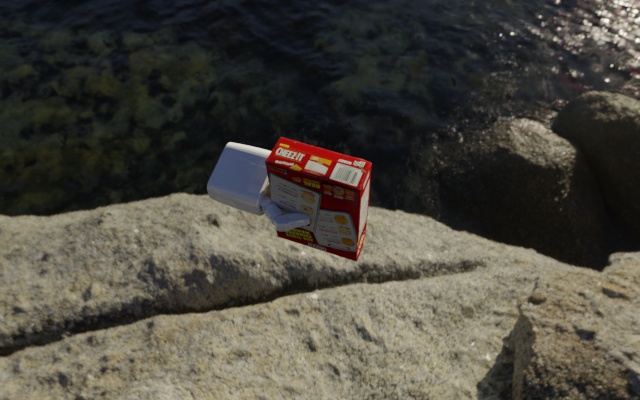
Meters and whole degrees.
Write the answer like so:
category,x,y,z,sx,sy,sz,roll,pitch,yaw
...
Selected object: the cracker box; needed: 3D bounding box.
category,x,y,z,sx,sy,sz,roll,pitch,yaw
cracker box,0.000,0.003,0.836,0.164,0.072,0.214,17,-35,14
